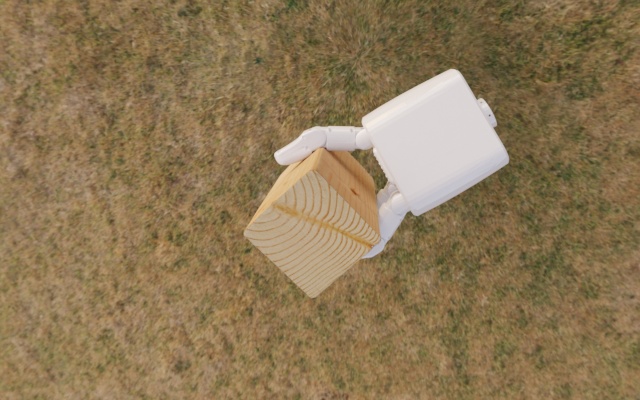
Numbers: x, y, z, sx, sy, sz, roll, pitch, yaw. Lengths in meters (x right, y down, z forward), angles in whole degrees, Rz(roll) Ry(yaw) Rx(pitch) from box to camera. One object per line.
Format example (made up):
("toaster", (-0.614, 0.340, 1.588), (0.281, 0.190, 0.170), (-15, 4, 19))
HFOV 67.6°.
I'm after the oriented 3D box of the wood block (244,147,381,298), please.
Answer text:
("wood block", (0.000, 0.001, 0.515), (0.090, 0.091, 0.206), (-42, 9, 15))
